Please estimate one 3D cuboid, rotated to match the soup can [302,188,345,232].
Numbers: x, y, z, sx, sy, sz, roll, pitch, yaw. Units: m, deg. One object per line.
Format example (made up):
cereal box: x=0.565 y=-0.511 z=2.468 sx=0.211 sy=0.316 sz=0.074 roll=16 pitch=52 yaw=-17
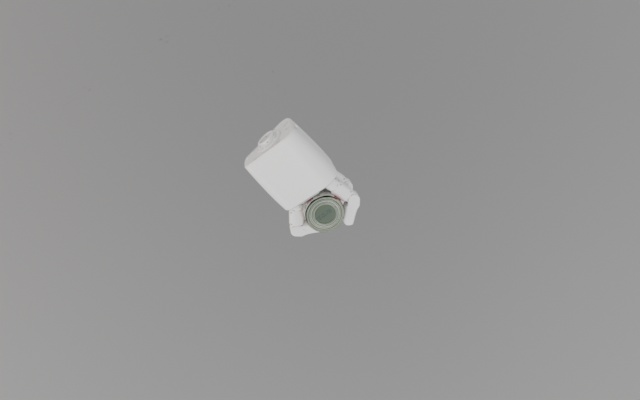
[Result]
soup can: x=0.000 y=0.003 z=0.825 sx=0.068 sy=0.068 sz=0.102 roll=0 pitch=24 yaw=-10
